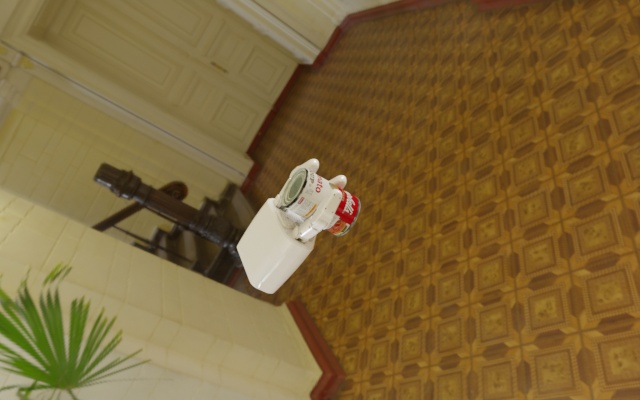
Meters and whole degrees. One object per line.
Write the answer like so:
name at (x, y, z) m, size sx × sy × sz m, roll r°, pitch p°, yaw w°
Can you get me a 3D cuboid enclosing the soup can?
soup can at (0.000, 0.002, 0.724) m, size 0.102 × 0.068 × 0.068 m, roll 29°, pitch -13°, yaw -24°
